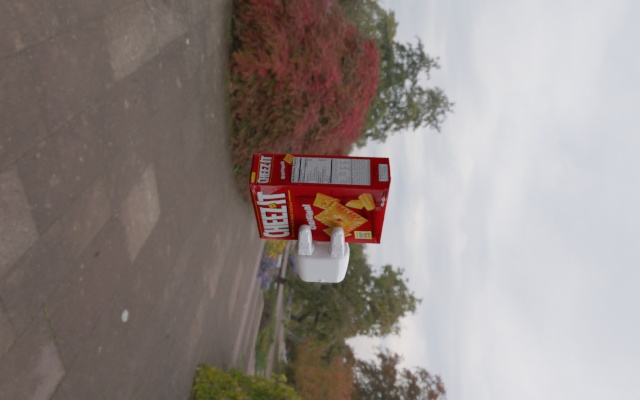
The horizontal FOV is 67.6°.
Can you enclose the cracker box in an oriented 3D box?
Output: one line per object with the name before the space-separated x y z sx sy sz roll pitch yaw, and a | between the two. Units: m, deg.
cracker box | 0.000 0.002 0.782 0.214 0.072 0.164 2 -35 1
